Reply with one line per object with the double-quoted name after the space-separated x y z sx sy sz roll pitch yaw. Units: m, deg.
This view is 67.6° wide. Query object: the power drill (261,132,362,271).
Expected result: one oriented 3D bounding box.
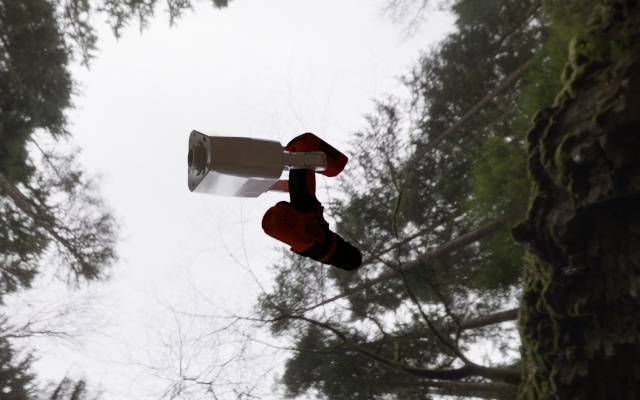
0.000 0.002 0.735 0.057 0.187 0.184 -24 -42 39 "power drill"
